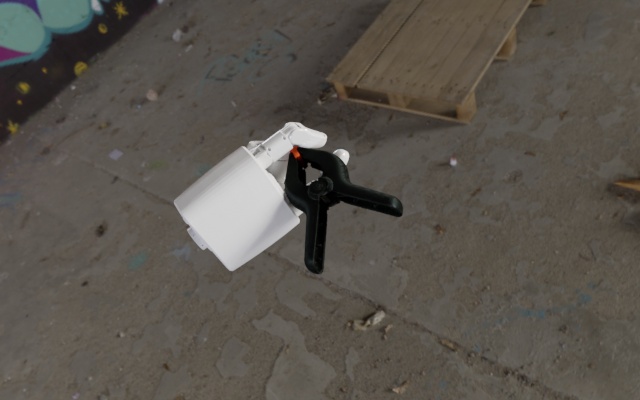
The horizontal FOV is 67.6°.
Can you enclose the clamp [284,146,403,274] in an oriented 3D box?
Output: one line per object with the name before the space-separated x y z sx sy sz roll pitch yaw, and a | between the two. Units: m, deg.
clamp | 0.000 0.001 0.547 0.171 0.120 0.039 44 -11 43
